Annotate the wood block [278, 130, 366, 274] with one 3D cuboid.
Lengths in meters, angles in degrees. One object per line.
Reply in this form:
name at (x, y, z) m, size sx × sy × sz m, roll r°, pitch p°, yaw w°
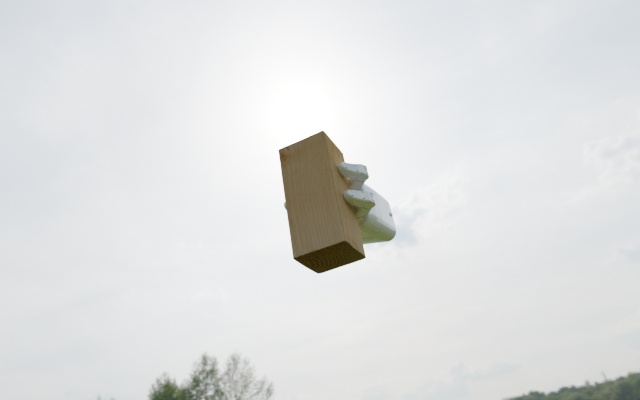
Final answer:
wood block at (0.000, 0.003, 0.790) m, size 0.091 × 0.206 × 0.090 m, roll -22°, pitch -32°, yaw 18°
